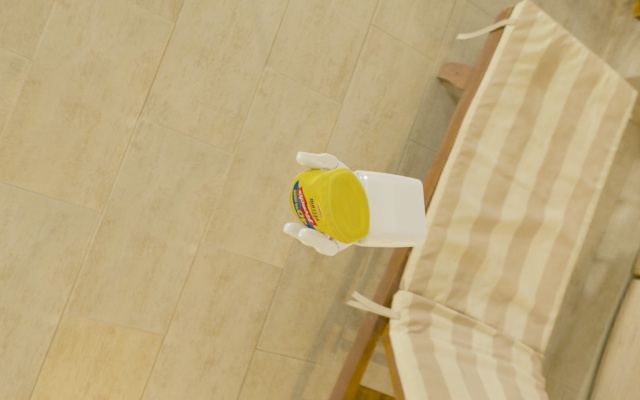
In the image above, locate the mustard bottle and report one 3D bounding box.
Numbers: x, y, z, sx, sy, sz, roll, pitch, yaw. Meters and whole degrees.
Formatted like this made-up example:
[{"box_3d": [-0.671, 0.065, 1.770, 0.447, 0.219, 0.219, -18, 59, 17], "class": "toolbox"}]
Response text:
[{"box_3d": [0.000, 0.002, 0.686, 0.058, 0.096, 0.191, -22, 12, -20], "class": "mustard bottle"}]
